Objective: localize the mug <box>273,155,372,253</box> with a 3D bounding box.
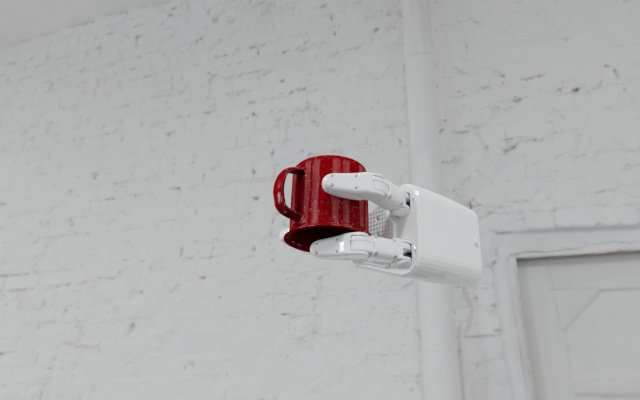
[{"bbox_3d":[-0.001,0.001,0.497,0.117,0.081,0.093,19,-28,-35],"label":"mug"}]
